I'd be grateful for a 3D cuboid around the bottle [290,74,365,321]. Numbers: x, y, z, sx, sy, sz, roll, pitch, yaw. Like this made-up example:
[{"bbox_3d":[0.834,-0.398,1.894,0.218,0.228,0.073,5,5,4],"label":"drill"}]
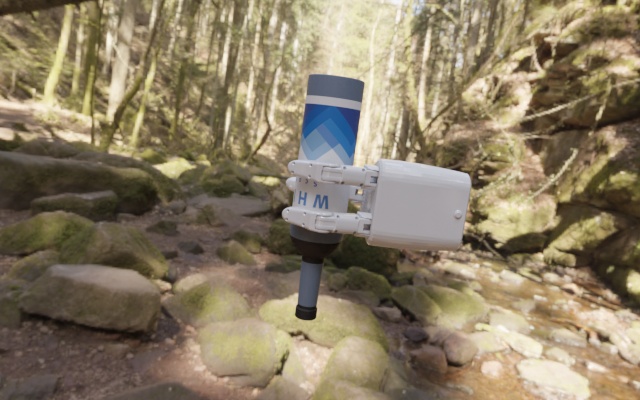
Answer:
[{"bbox_3d":[0.000,0.002,0.580,0.069,0.296,0.069,7,8,-1],"label":"bottle"}]
